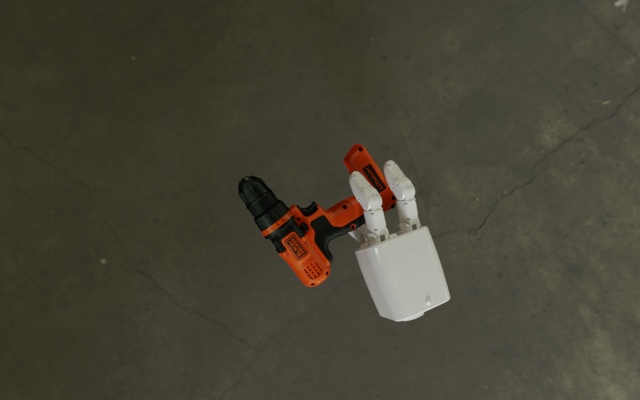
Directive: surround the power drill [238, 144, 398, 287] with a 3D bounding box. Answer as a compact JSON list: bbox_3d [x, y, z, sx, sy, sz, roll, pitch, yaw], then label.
[{"bbox_3d":[0.001,0.002,0.684,0.187,0.184,0.057,-37,9,-5],"label":"power drill"}]
